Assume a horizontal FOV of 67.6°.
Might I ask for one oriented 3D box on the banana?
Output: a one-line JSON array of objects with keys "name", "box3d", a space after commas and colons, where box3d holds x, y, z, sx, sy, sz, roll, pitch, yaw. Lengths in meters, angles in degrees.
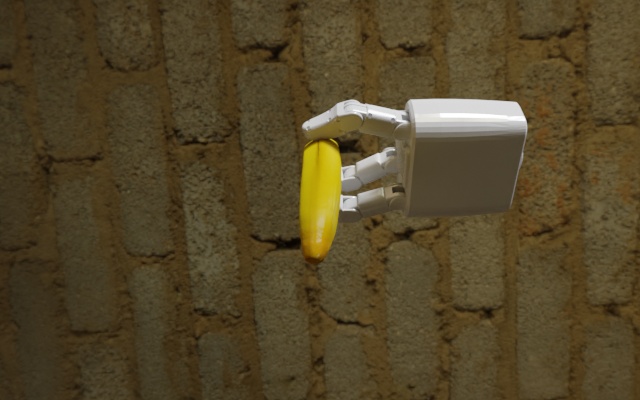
[{"name": "banana", "box3d": [0.001, -0.017, 0.444, 0.037, 0.070, 0.197, 2, 23, -1]}]
